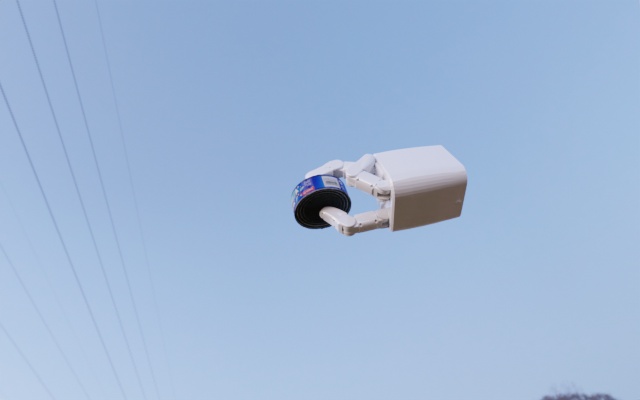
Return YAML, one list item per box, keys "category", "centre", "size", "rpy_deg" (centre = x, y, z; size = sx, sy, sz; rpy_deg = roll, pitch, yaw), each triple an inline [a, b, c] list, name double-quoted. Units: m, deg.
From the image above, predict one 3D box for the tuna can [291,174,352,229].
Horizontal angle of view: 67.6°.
- category: "tuna can"
  centre: [0.000, 0.002, 0.703]
  size: [0.086, 0.033, 0.086]
  rpy_deg: [-10, -42, -9]
